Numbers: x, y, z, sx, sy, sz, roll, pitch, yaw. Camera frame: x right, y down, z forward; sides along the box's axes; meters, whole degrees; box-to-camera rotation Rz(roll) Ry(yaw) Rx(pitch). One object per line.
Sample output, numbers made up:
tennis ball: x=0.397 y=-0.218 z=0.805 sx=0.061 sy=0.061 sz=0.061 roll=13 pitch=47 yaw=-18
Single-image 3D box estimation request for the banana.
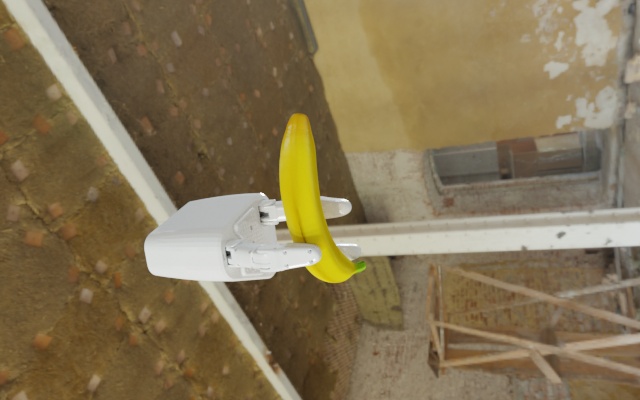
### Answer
banana: x=-0.006 y=0.015 z=0.470 sx=0.037 sy=0.198 sz=0.069 roll=-1 pitch=36 yaw=30
